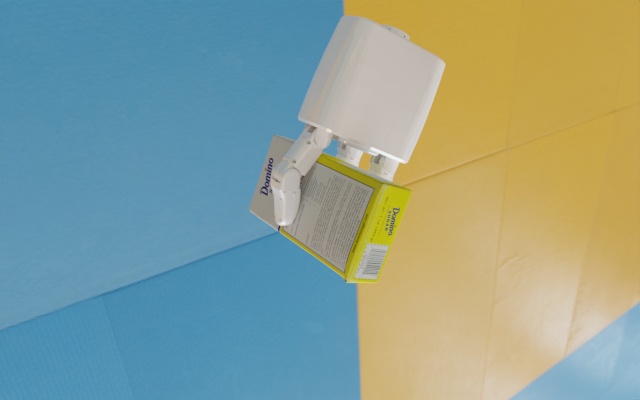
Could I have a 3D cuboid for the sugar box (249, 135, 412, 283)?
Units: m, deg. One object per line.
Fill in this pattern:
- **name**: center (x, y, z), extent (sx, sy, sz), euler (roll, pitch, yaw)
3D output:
- **sugar box**: center (0.001, 0.002, 0.474), extent (0.048, 0.093, 0.176), euler (12, 13, -39)
